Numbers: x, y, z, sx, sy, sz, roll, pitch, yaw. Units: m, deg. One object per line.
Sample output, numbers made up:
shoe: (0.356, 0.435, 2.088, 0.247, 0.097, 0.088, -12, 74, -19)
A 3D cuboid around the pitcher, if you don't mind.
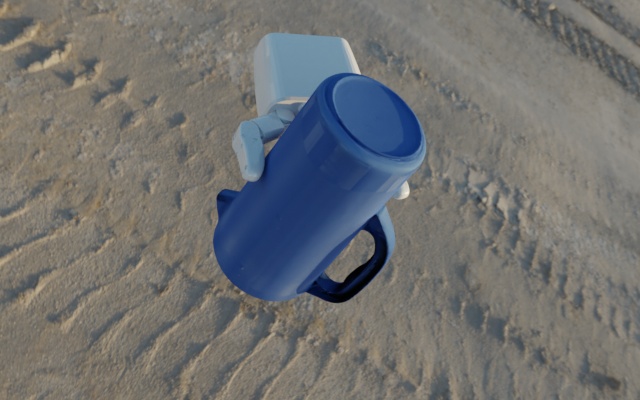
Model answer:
pitcher: (0.000, 0.001, 0.476, 0.149, 0.145, 0.243, 8, -36, -28)
